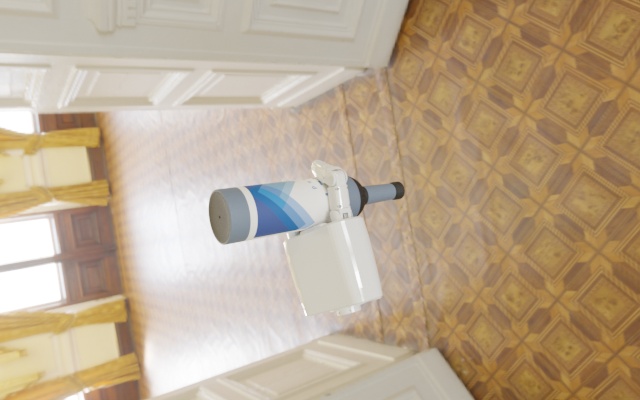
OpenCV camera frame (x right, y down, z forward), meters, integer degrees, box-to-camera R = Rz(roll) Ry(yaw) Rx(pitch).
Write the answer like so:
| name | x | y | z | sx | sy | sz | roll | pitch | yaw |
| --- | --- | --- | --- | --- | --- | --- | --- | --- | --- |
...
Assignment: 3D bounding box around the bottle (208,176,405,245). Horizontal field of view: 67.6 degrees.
| name | x | y | z | sx | sy | sz | roll | pitch | yaw |
| --- | --- | --- | --- | --- | --- | --- | --- | --- | --- |
| bottle | 0.000 | 0.002 | 0.646 | 0.295 | 0.069 | 0.069 | -8 | 5 | -35 |
